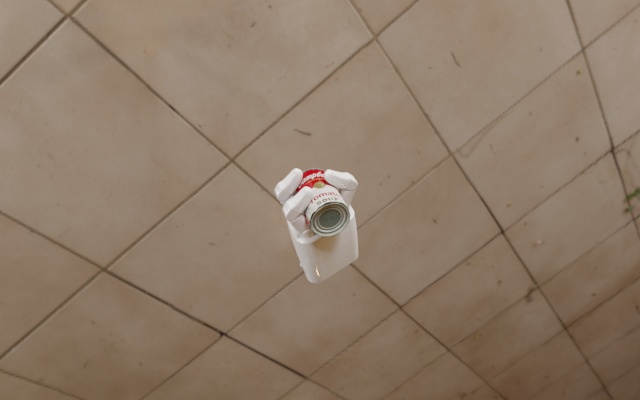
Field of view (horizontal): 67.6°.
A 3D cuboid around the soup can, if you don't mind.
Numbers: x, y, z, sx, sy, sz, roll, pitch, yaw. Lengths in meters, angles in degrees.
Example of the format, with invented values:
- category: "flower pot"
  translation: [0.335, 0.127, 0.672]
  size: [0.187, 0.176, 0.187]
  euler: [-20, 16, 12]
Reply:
- category: "soup can"
  translation: [0.000, 0.002, 0.772]
  size: [0.068, 0.068, 0.102]
  euler: [0, 34, -22]
